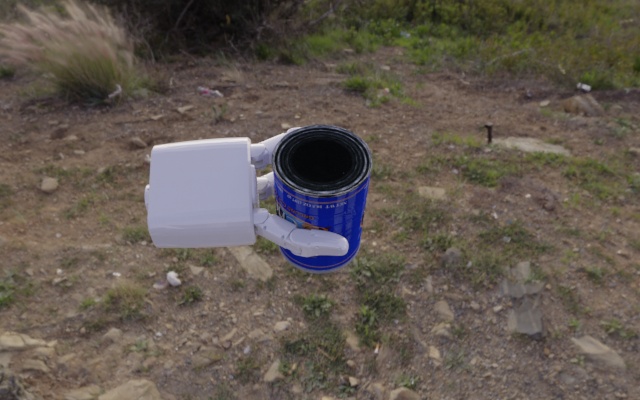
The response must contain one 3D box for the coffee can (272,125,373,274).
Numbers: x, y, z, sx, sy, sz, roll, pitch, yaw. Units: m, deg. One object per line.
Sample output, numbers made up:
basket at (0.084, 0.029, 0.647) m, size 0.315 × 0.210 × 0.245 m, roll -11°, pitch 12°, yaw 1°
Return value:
coffee can at (0.000, 0.002, 0.535) m, size 0.103 × 0.102 × 0.140 m, roll 0°, pitch -40°, yaw -2°
